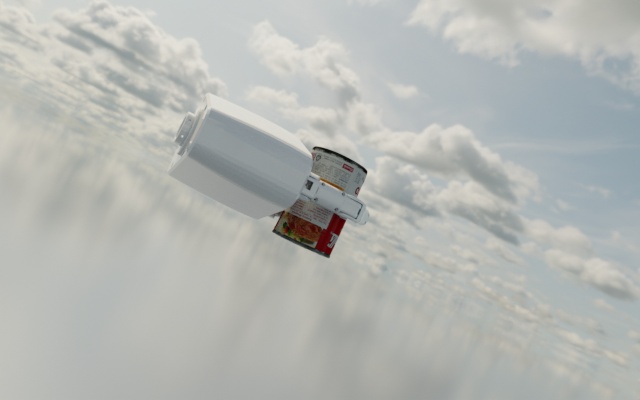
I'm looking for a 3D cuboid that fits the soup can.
[{"bbox_3d":[0.001,0.002,0.511,0.068,0.102,0.068,25,-4,2],"label":"soup can"}]
